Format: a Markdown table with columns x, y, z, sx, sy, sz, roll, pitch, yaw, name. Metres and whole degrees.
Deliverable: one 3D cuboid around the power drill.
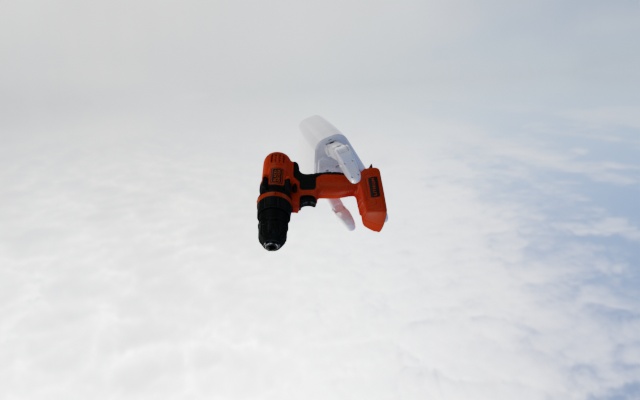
| x | y | z | sx | sy | sz | roll | pitch | yaw | name |
| --- | --- | --- | --- | --- | --- | --- | --- | --- | --- |
| 0.001 | 0.002 | 0.707 | 0.187 | 0.184 | 0.057 | 5 | -43 | -7 | power drill |
